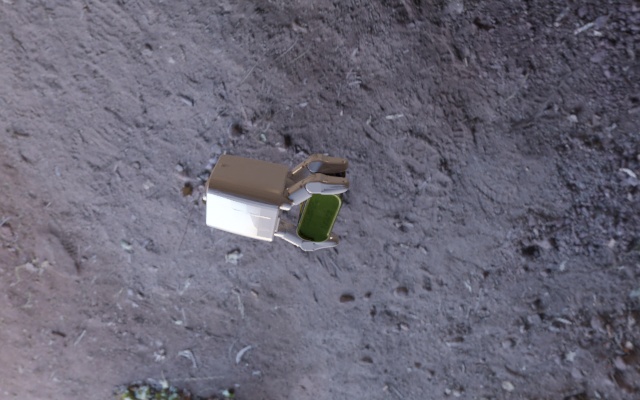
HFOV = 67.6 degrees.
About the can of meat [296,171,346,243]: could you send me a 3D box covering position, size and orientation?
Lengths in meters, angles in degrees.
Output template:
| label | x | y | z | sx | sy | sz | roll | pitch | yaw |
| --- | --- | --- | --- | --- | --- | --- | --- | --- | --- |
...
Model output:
| label | x | y | z | sx | sy | sz | roll | pitch | yaw |
| --- | --- | --- | --- | --- | --- | --- | --- | --- | --- |
| can of meat | 0.000 | 0.003 | 0.733 | 0.057 | 0.102 | 0.084 | 16 | 32 | -6 |
